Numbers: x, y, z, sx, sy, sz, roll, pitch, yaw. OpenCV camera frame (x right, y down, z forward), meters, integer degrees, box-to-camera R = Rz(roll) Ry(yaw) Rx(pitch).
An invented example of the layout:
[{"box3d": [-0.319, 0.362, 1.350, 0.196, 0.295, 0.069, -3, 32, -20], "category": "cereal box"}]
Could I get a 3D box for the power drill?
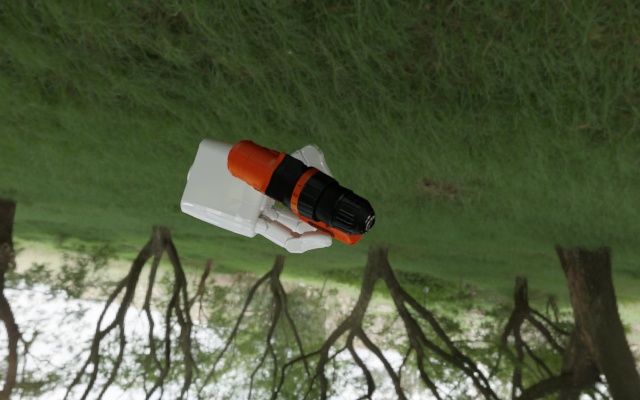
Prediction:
[{"box3d": [0.000, 0.002, 0.569, 0.184, 0.057, 0.188, 29, -5, 25], "category": "power drill"}]
